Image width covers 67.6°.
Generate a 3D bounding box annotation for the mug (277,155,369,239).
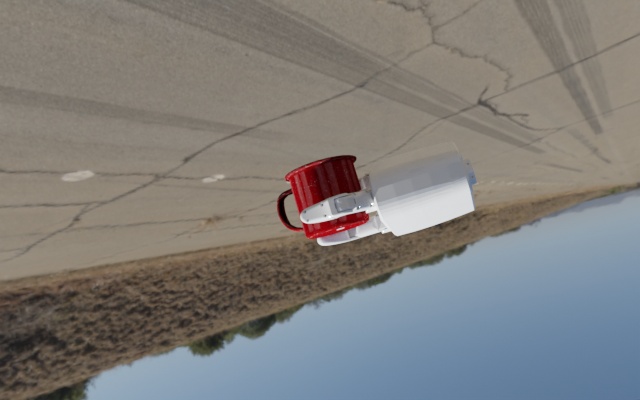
[{"bbox_3d":[-0.001,0.003,0.589,0.117,0.081,0.093,-19,-8,17],"label":"mug"}]
